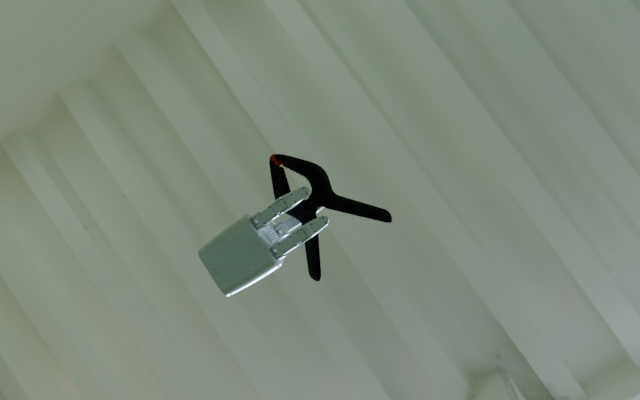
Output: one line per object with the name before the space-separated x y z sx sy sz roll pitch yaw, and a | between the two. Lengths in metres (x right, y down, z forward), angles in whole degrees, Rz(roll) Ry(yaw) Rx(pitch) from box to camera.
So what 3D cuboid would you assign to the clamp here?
clamp | 0.000 0.002 0.761 0.164 0.210 0.036 -34 -2 13
